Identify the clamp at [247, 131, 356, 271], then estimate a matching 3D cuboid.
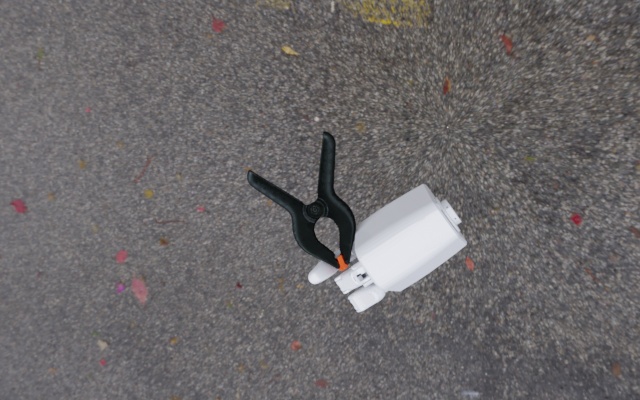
[{"bbox_3d":[0.000,0.002,0.596,0.120,0.171,0.039,-36,-2,9],"label":"clamp"}]
